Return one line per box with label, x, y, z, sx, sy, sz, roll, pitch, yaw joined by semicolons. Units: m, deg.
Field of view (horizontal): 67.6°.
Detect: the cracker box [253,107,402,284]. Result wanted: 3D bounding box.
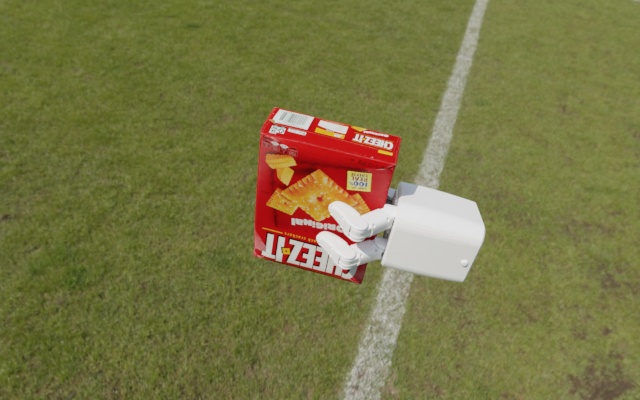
cracker box;0.000;0.002;0.627;0.164;0.214;0.072;14;40;5
